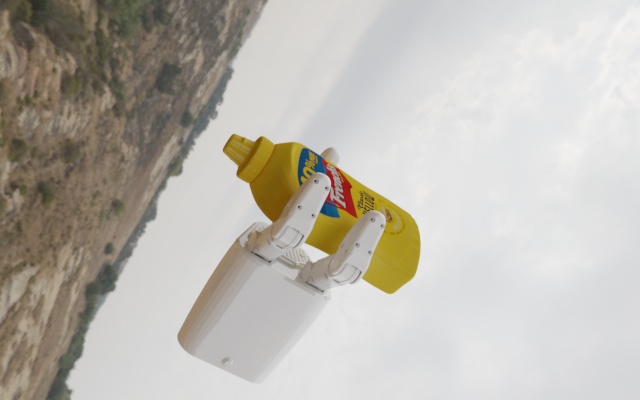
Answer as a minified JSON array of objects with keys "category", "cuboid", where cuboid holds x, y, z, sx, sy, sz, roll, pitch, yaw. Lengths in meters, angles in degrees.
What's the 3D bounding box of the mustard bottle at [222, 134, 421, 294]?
[{"category":"mustard bottle","cuboid":[0.000,0.001,0.421,0.192,0.096,0.058,32,-55,-18]}]
